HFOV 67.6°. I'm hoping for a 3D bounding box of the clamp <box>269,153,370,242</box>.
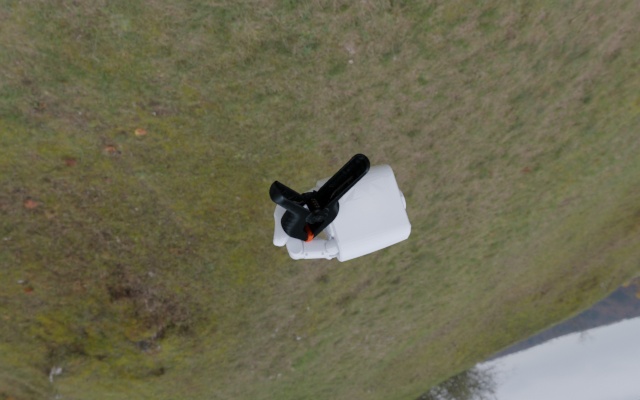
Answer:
[{"bbox_3d":[0.000,0.003,0.586,0.120,0.039,0.171,-17,-20,-8],"label":"clamp"}]
